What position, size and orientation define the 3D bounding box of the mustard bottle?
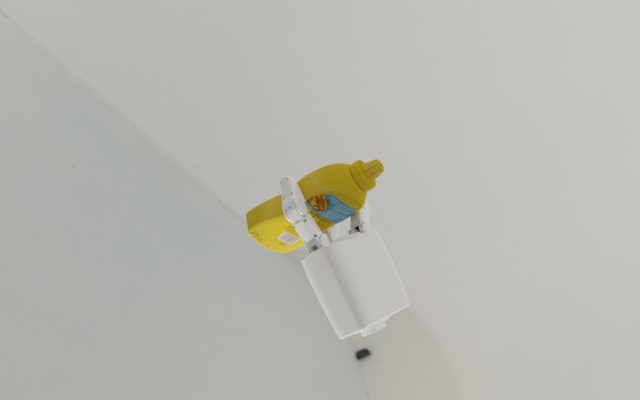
[{"bbox_3d":[0.000,0.002,0.630,0.192,0.058,0.096,-31,-39,24],"label":"mustard bottle"}]
